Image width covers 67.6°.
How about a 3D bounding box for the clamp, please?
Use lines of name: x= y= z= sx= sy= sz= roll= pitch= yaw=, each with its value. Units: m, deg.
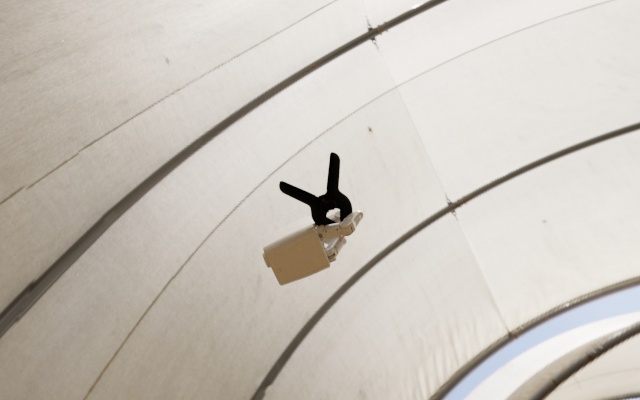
clamp: x=0.000 y=0.003 z=0.889 sx=0.120 sy=0.171 sz=0.039 roll=-19 pitch=28 yaw=3
